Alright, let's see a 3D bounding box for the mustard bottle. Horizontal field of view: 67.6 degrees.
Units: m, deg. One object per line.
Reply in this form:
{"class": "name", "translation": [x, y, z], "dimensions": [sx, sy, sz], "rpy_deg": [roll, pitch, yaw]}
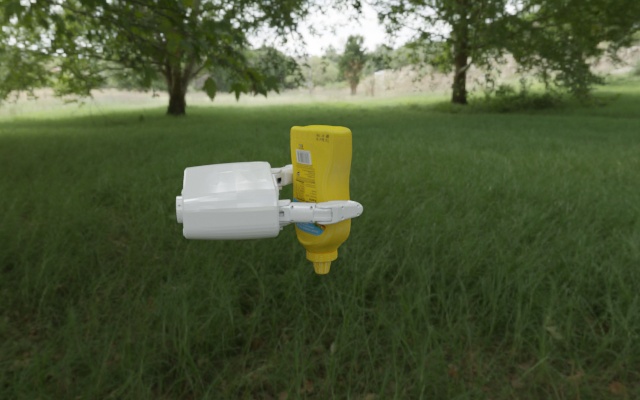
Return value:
{"class": "mustard bottle", "translation": [0.000, 0.002, 0.613], "dimensions": [0.058, 0.192, 0.096], "rpy_deg": [-10, 15, -35]}
